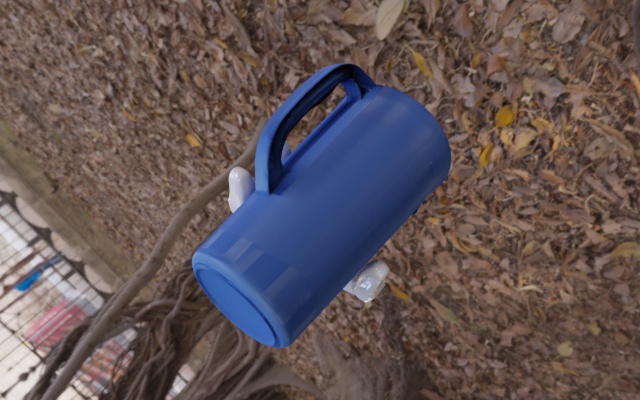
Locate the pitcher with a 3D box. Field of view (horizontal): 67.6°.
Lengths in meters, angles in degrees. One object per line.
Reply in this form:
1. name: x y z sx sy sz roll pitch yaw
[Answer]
1. pitcher: 0.000 0.002 0.435 0.149 0.242 0.145 39 -29 9
